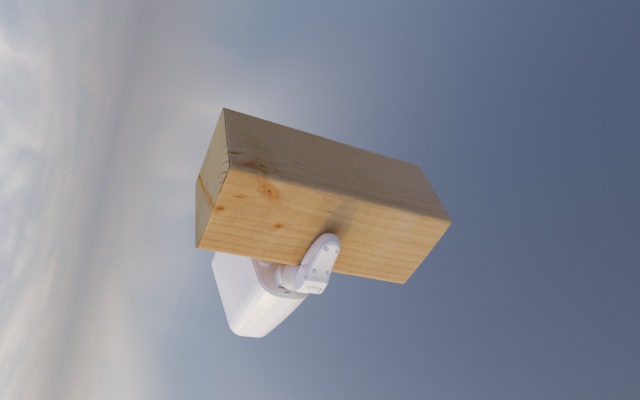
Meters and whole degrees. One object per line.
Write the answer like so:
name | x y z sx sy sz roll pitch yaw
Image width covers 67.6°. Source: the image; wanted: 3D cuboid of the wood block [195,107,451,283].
wood block | 0.000 0.002 0.436 0.206 0.090 0.090 13 36 -24
